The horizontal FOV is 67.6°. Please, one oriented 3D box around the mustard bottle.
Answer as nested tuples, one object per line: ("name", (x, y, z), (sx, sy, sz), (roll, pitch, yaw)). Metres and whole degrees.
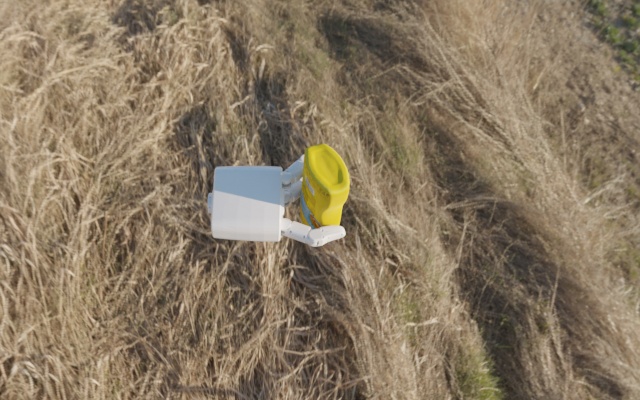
("mustard bottle", (0.000, 0.002, 0.775), (0.058, 0.096, 0.192), (-19, -29, -18))
